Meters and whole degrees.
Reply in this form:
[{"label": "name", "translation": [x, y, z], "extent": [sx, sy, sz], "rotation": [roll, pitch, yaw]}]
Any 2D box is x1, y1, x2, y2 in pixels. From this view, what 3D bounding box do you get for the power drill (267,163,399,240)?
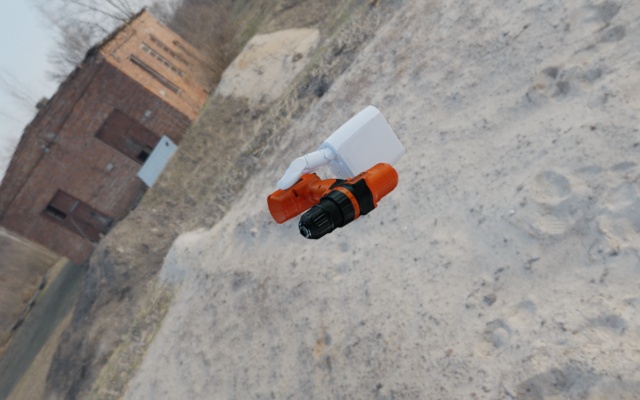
[{"label": "power drill", "translation": [0.000, 0.002, 0.720], "extent": [0.184, 0.057, 0.187], "rotation": [-30, 19, -34]}]
